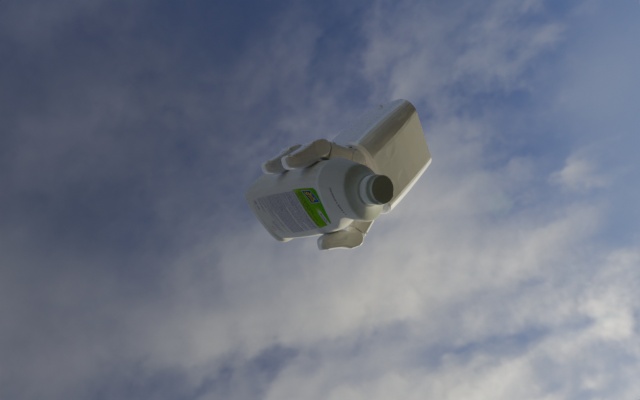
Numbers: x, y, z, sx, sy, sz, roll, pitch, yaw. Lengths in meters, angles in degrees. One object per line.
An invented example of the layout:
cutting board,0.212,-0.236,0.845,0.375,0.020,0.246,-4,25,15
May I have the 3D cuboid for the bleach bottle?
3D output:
bleach bottle,0.000,0.002,0.575,0.068,0.102,0.251,-46,20,-25
